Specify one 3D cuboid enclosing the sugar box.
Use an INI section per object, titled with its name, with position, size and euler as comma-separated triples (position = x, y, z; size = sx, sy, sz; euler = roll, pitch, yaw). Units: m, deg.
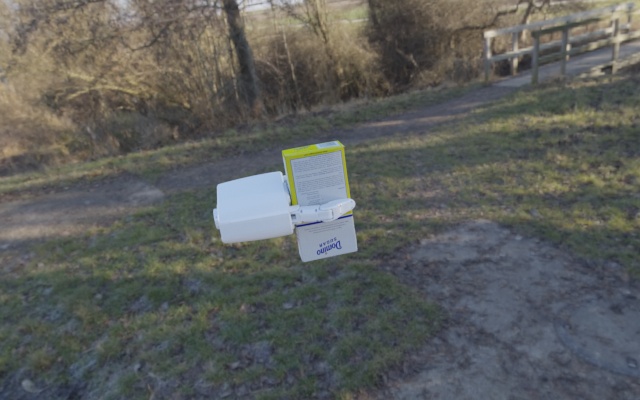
[sugar box]
position = 0.000, 0.002, 0.749
size = 0.093, 0.176, 0.048
euler = -10, 21, -7
